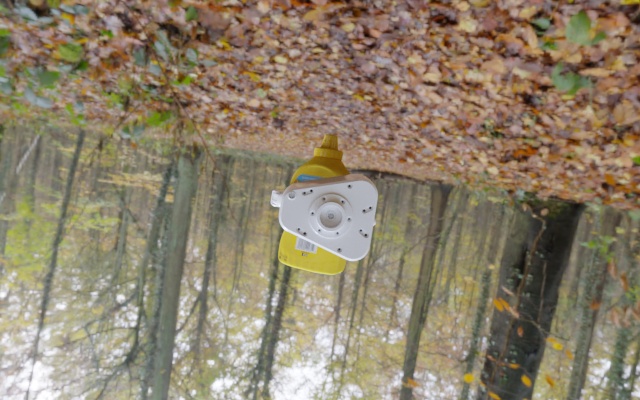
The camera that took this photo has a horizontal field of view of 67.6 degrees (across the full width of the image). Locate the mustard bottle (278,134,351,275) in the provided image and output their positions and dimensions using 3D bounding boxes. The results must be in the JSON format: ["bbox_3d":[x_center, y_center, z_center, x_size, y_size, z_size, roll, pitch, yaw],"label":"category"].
[{"bbox_3d":[0.000,0.002,0.678,0.096,0.191,0.058,11,4,24],"label":"mustard bottle"}]
